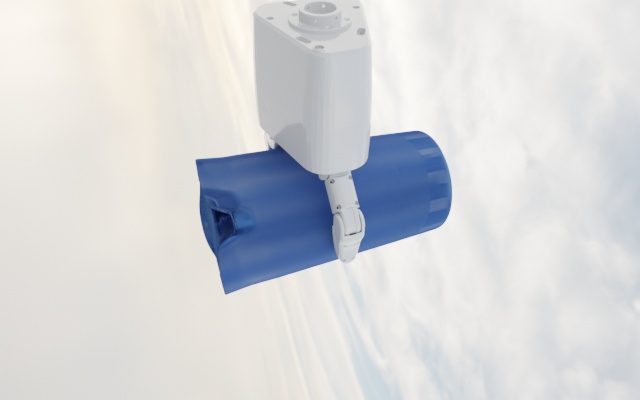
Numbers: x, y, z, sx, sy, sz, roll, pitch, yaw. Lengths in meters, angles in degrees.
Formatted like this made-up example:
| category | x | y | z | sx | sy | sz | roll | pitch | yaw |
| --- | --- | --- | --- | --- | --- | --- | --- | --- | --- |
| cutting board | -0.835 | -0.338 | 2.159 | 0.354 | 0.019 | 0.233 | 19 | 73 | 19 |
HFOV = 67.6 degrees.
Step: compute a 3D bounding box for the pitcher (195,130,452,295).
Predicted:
| category | x | y | z | sx | sy | sz | roll | pitch | yaw |
| --- | --- | --- | --- | --- | --- | --- | --- | --- | --- |
| pitcher | 0.000 | 0.002 | 0.495 | 0.243 | 0.145 | 0.149 | -12 | 44 | -13 |
